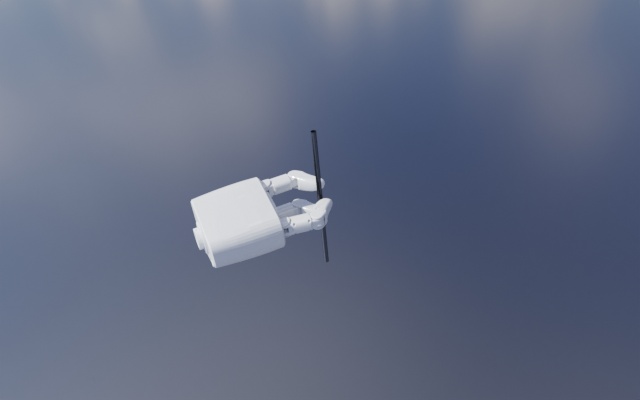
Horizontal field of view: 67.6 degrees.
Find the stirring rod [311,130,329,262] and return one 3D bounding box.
[{"bbox_3d":[0.000,0.003,0.732,0.011,0.240,0.011,-4,35,3],"label":"stirring rod"}]
